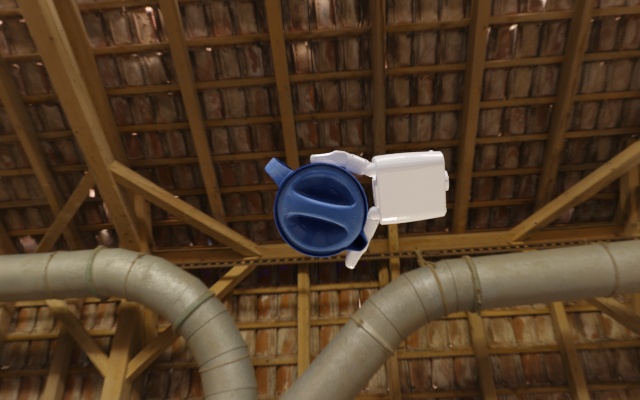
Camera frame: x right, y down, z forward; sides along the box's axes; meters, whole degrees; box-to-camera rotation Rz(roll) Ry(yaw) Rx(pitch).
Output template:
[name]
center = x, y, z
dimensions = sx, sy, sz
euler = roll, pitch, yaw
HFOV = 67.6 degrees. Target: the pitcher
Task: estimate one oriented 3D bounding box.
[pitcher]
center = 0.000, 0.003, 0.782
dimensions = 0.145, 0.149, 0.243
euler = -6, 1, 4
